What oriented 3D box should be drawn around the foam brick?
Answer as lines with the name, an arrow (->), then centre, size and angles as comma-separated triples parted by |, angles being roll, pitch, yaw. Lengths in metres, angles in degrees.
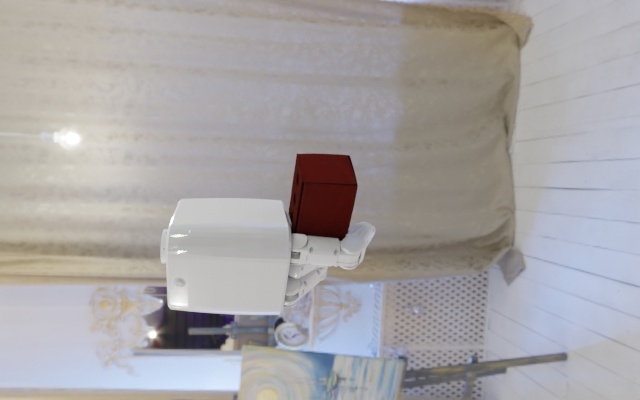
foam brick -> 0.000, 0.001, 0.449 | 0.051, 0.078, 0.053 | 4, 34, -10
